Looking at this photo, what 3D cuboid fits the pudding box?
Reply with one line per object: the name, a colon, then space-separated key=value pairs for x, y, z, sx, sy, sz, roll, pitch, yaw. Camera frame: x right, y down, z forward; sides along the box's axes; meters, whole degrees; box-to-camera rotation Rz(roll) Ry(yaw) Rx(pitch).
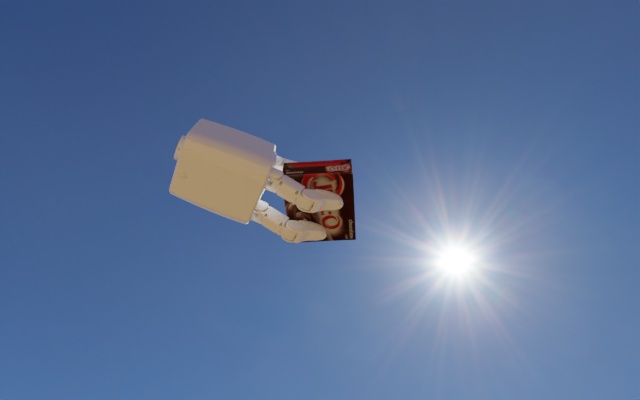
pudding box: x=0.000 y=0.002 z=0.629 sx=0.090 sy=0.114 sz=0.039 roll=-3 pitch=38 yaw=5
